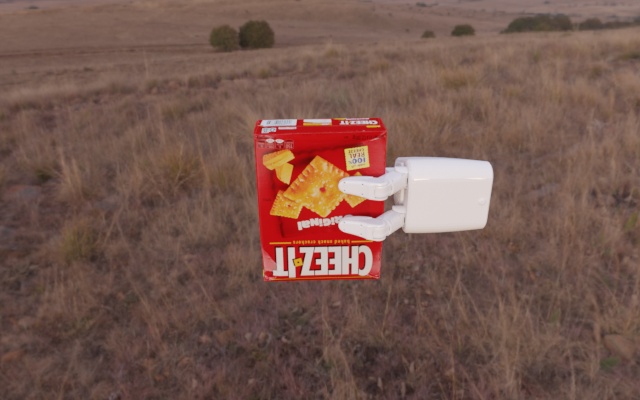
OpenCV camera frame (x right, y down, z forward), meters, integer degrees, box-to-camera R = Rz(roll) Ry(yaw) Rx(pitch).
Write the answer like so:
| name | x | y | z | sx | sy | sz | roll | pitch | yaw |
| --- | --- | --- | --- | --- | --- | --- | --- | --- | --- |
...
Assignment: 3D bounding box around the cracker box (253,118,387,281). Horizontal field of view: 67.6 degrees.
| name | x | y | z | sx | sy | sz | roll | pitch | yaw |
| --- | --- | --- | --- | --- | --- | --- | --- | --- | --- |
| cracker box | 0.000 | 0.002 | 0.635 | 0.164 | 0.214 | 0.072 | -1 | 24 | -1 |
